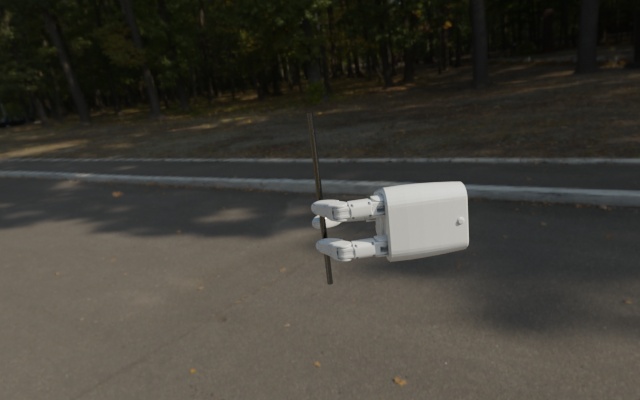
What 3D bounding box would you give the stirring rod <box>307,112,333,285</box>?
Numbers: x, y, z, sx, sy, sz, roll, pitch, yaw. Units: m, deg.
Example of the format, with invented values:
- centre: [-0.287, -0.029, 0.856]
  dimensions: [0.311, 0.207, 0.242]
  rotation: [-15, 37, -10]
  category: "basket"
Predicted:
- centre: [0.000, 0.002, 0.645]
  dimensions: [0.011, 0.239, 0.011]
  rotation: [-6, 15, 2]
  category: "stirring rod"
